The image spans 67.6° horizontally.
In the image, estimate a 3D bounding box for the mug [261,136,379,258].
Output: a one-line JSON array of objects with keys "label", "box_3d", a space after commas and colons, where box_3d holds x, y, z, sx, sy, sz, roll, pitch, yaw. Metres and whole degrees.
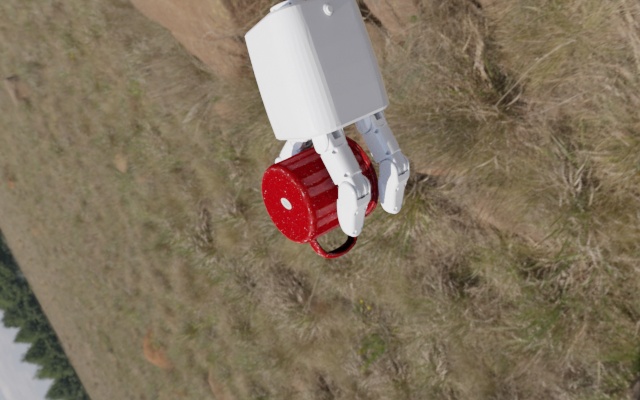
[{"label": "mug", "box_3d": [0.000, 0.003, 0.472, 0.081, 0.117, 0.093, -27, 15, -33]}]
